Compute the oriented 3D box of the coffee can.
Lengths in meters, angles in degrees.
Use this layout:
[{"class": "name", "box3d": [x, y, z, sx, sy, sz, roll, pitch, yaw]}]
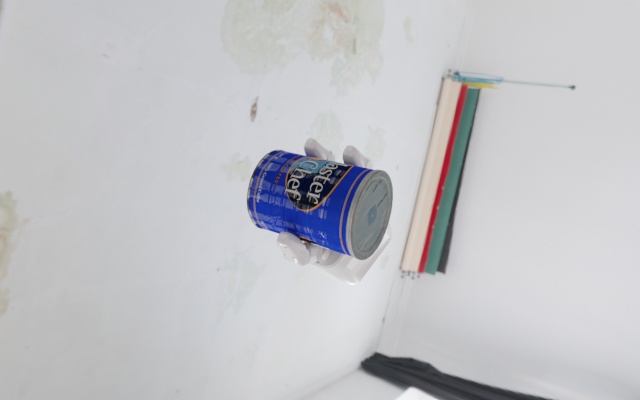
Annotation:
[{"class": "coffee can", "box3d": [0.000, 0.002, 0.561, 0.140, 0.103, 0.103, 15, 7, 29]}]
